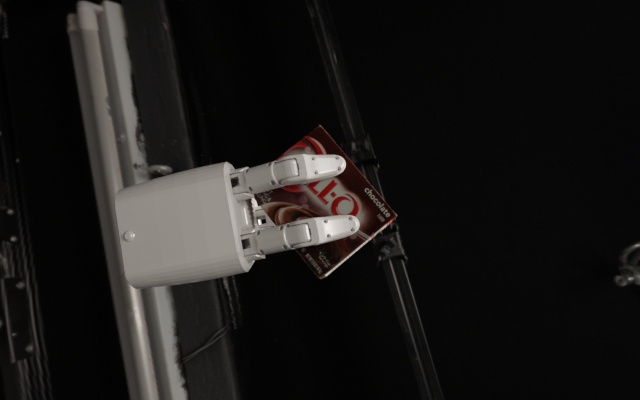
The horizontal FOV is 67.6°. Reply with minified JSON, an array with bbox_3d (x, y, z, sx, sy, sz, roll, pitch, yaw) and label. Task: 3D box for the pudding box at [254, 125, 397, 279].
[{"bbox_3d":[0.000,0.002,0.443,0.090,0.113,0.039,-40,-7,-2],"label":"pudding box"}]
